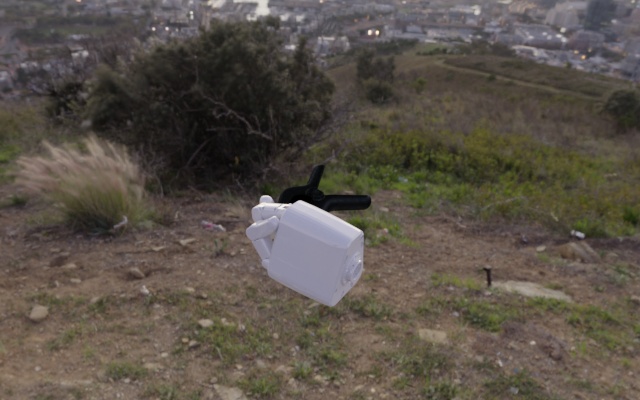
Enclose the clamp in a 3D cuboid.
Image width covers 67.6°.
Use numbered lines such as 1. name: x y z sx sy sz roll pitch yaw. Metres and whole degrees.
1. clamp: 0.000 0.002 0.756 0.120 0.039 0.171 26 39 24
